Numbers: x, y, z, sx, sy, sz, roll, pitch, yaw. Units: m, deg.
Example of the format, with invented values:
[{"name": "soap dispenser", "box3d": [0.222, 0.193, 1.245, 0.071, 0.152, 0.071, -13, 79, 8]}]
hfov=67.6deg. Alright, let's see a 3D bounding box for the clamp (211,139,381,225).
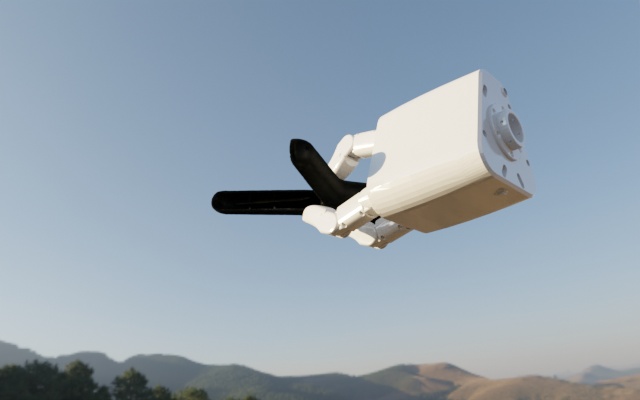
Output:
[{"name": "clamp", "box3d": [0.001, 0.001, 0.512, 0.210, 0.036, 0.164, 19, -27, -40]}]
